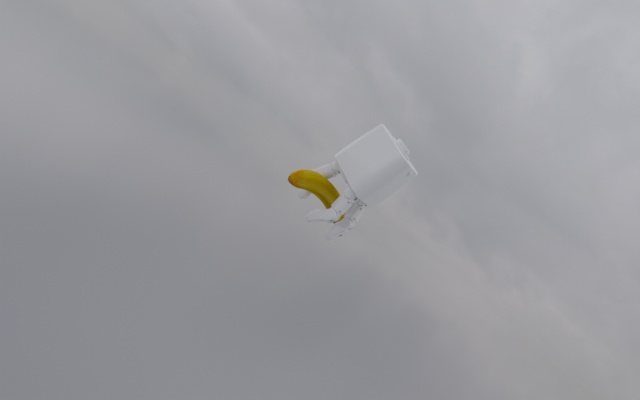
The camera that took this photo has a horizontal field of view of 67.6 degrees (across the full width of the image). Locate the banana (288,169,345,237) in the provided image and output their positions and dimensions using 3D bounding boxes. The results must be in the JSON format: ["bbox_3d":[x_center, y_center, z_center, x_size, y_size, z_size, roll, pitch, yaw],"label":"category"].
[{"bbox_3d":[0.002,-0.010,0.869,0.037,0.069,0.198,-16,-40,24],"label":"banana"}]
